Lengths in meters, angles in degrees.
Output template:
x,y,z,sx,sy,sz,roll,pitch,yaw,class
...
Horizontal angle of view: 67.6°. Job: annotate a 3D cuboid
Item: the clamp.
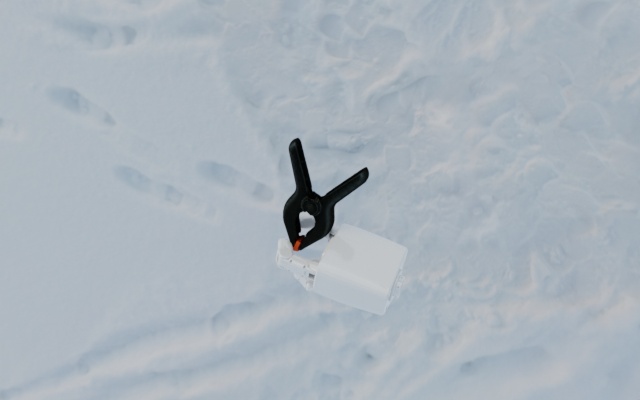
x,y,z,sx,sy,sz,roll,pitch,yaw,class
0.000,0.003,0.699,0.120,0.171,0.039,19,28,16,clamp
